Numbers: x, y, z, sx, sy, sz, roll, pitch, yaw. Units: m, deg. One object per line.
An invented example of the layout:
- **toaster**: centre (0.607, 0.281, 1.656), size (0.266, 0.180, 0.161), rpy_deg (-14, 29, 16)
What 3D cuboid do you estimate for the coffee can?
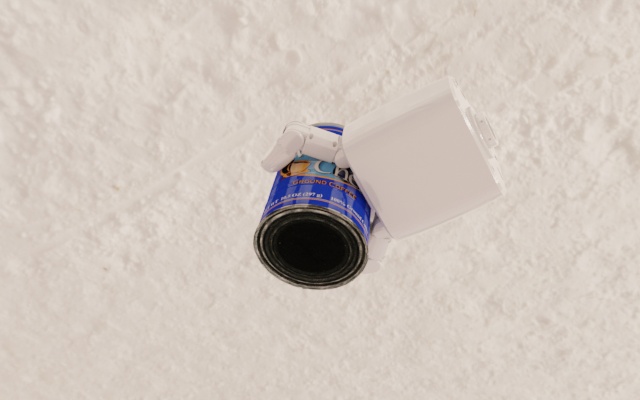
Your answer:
- **coffee can**: centre (0.000, 0.001, 0.472), size (0.103, 0.103, 0.140), rpy_deg (0, 38, 10)
